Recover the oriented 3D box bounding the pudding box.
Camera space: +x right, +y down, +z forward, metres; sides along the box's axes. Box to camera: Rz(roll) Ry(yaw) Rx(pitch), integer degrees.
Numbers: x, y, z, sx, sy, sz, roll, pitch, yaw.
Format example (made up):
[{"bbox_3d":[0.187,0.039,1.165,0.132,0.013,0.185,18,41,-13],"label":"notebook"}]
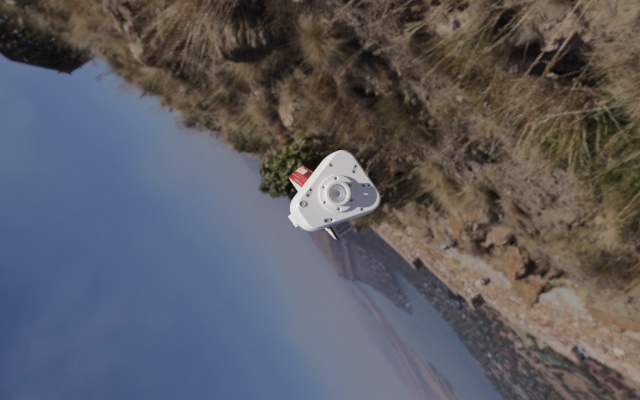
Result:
[{"bbox_3d":[0.000,0.003,0.805,0.039,0.113,0.090,-35,30,-8],"label":"pudding box"}]
